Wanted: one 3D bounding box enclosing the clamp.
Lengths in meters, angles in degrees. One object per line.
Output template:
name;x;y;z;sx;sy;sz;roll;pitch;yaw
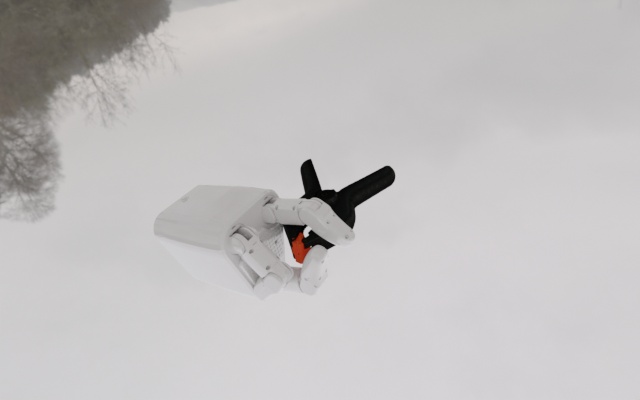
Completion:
clamp;0.000;0.002;0.543;0.120;0.039;0.171;8;36;32
